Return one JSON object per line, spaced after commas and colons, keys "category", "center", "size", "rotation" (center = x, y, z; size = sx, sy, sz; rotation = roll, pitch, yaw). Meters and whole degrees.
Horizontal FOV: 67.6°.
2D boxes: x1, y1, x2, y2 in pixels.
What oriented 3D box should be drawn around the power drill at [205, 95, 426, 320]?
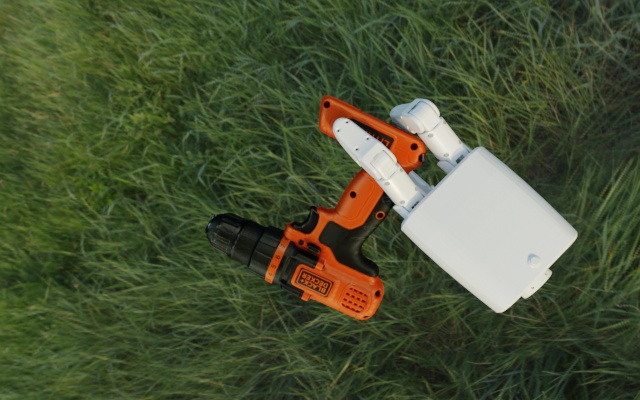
{"category": "power drill", "center": [0.000, 0.001, 0.452], "size": [0.184, 0.188, 0.057], "rotation": [24, 15, 1]}
